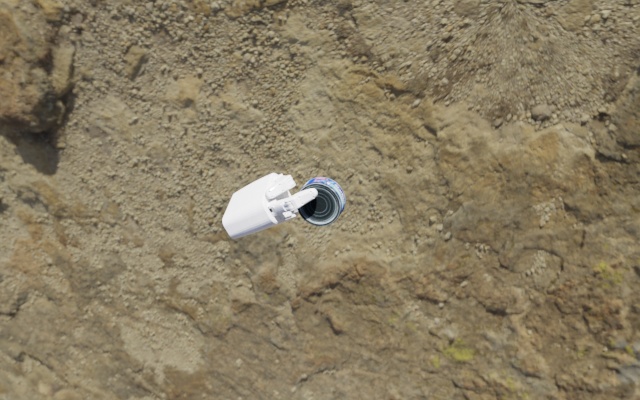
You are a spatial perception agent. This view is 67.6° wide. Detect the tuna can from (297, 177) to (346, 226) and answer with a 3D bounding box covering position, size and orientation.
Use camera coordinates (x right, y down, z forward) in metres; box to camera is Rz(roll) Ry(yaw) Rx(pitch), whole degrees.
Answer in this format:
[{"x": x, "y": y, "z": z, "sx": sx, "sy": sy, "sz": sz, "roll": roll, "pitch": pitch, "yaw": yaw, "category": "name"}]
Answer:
[{"x": 0.000, "y": 0.003, "z": 0.861, "sx": 0.086, "sy": 0.086, "sz": 0.033, "roll": 0, "pitch": 20, "yaw": 16, "category": "tuna can"}]
